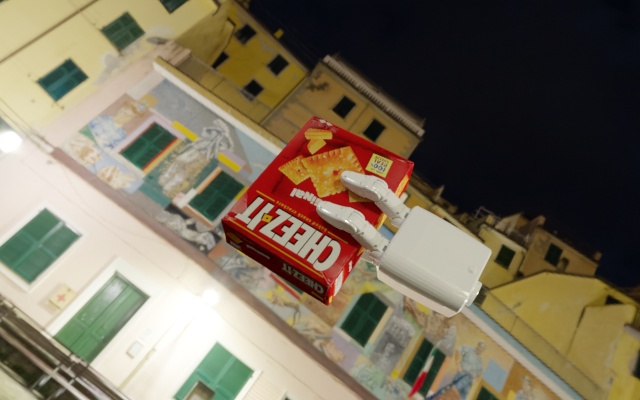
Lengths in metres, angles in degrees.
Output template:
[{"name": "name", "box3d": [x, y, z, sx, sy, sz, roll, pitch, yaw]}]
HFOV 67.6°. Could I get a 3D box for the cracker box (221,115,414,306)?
[{"name": "cracker box", "box3d": [0.000, 0.002, 0.634, 0.164, 0.213, 0.072, 29, -29, 16]}]
